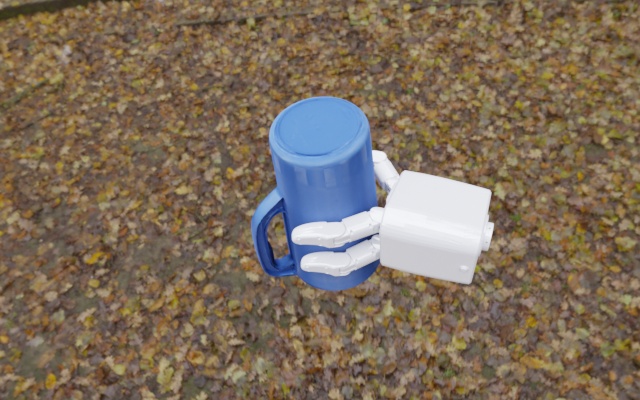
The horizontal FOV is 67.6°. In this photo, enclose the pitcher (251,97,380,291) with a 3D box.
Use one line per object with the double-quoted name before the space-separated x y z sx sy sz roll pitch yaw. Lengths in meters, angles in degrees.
"pitcher" 0.000 0.002 0.588 0.145 0.149 0.243 13 -36 18
